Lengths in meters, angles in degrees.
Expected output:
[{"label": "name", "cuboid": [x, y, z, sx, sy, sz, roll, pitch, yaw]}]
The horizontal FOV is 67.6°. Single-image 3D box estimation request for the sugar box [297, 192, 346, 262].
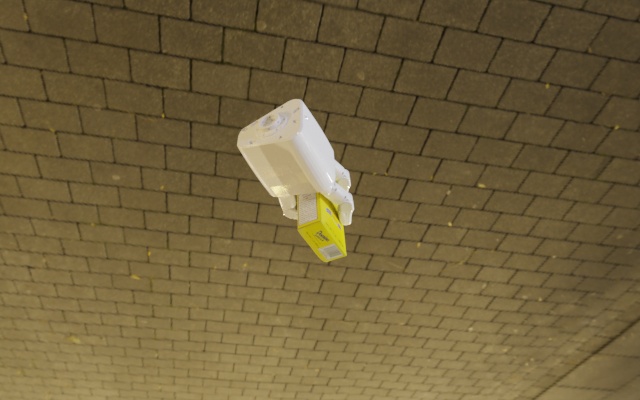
[{"label": "sugar box", "cuboid": [0.001, 0.002, 0.771, 0.048, 0.176, 0.093, -19, -47, 18]}]
